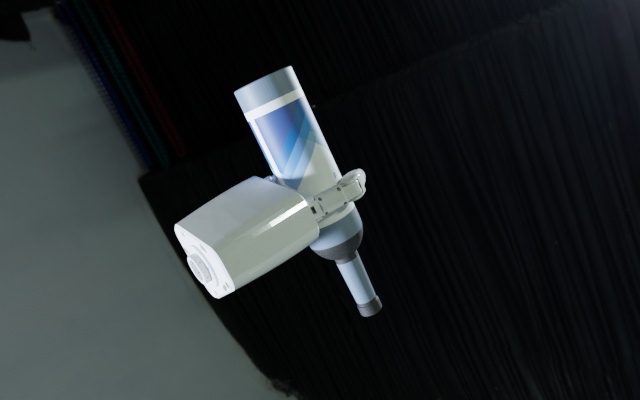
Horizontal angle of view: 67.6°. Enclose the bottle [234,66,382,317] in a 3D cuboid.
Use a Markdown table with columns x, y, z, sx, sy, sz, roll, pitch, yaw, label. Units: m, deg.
| x | y | z | sx | sy | sz | roll | pitch | yaw | label |
| --- | --- | --- | --- | --- | --- | --- | --- | --- | --- |
| 0.000 | 0.001 | 0.536 | 0.069 | 0.296 | 0.069 | -24 | 14 | 6 | bottle |
